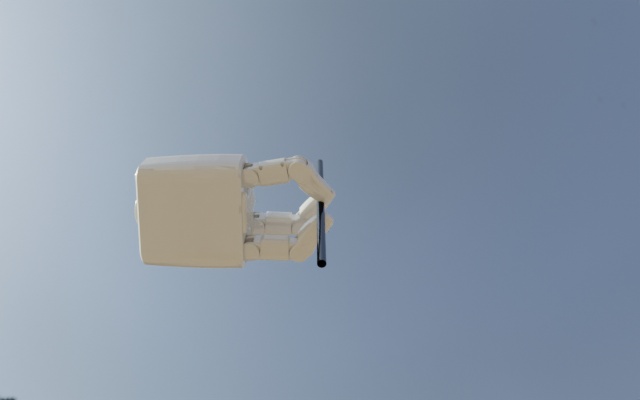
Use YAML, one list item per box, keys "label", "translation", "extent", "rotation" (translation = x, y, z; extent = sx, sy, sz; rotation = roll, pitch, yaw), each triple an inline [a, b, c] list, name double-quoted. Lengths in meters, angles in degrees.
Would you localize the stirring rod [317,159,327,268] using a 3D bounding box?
- label: "stirring rod"
  translation: [0.000, 0.002, 0.504]
  extent: [0.011, 0.011, 0.239]
  rotation: [0, 25, 0]
